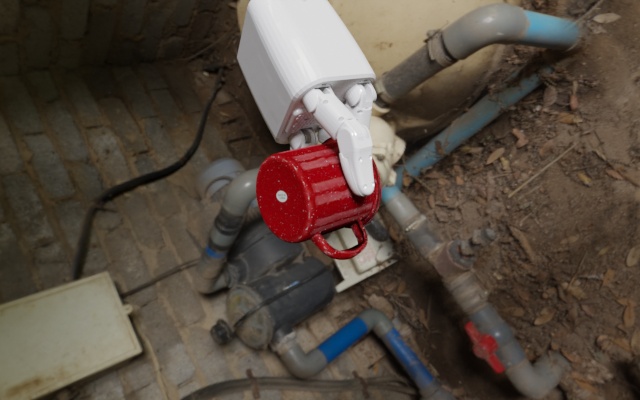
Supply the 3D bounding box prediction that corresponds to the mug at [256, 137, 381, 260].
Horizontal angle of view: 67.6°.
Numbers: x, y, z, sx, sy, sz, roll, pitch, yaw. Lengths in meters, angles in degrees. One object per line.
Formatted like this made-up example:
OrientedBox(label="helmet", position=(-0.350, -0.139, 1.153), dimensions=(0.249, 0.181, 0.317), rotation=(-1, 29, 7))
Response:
OrientedBox(label="mug", position=(0.001, 0.003, 0.437), dimensions=(0.081, 0.117, 0.093), rotation=(-16, -17, -40))
